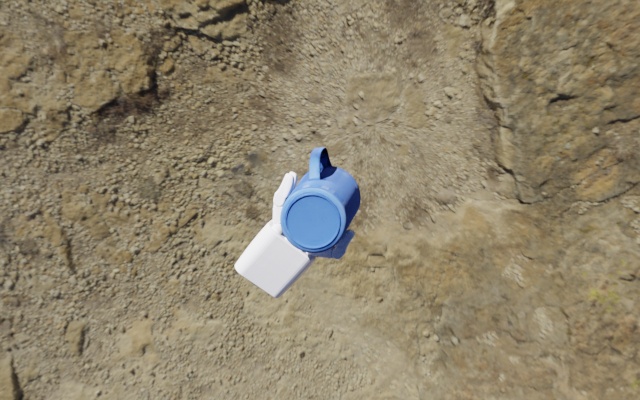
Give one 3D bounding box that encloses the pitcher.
[{"bbox_3d":[0.000,0.003,0.865,0.149,0.145,0.243,41,11,-1],"label":"pitcher"}]
